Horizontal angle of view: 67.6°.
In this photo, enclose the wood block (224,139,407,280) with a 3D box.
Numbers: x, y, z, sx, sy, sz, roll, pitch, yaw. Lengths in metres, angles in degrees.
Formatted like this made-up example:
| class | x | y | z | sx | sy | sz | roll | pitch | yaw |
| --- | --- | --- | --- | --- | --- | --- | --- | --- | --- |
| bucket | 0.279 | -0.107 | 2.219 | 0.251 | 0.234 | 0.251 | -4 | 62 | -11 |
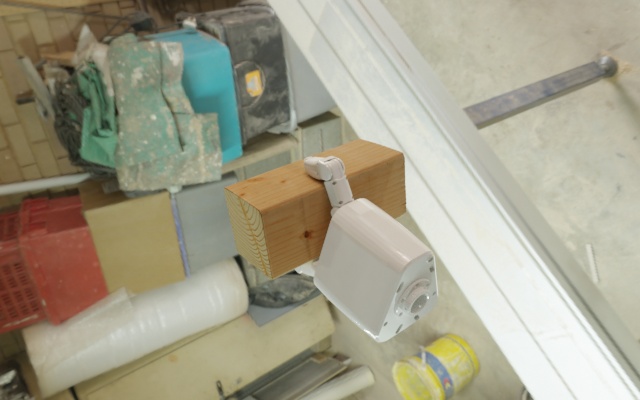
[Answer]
| class | x | y | z | sx | sy | sz | roll | pitch | yaw |
| --- | --- | --- | --- | --- | --- | --- | --- | --- | --- |
| wood block | 0.000 | 0.002 | 0.588 | 0.206 | 0.091 | 0.090 | -23 | 31 | -29 |
